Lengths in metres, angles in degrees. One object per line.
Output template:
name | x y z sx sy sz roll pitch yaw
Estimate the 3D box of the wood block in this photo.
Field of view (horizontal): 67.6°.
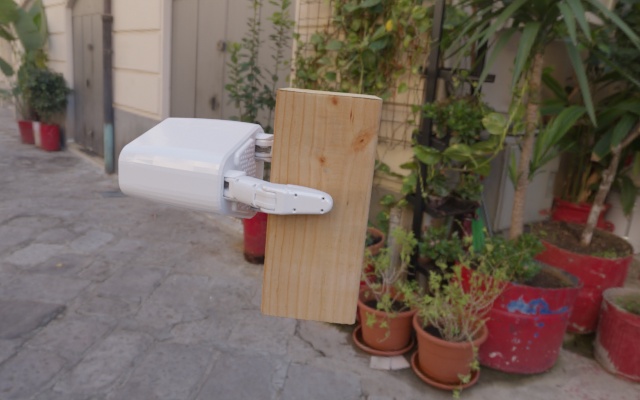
wood block | 0.000 0.001 0.459 0.090 0.206 0.090 6 14 2
